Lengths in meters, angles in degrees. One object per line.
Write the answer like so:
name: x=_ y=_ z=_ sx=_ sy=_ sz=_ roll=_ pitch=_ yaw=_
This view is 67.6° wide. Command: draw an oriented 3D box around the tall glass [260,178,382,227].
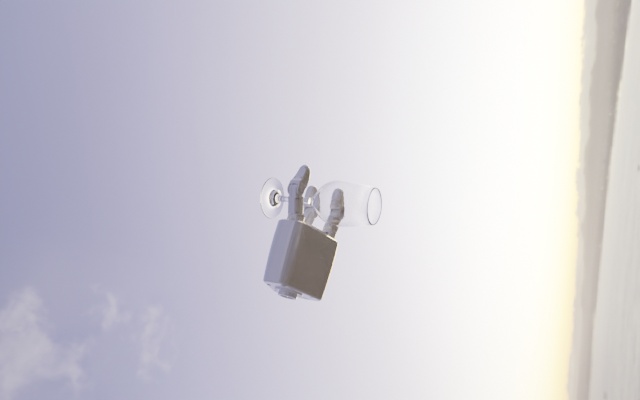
tall glass: x=0.000 y=0.002 z=0.813 sx=0.201 sy=0.079 sz=0.079 roll=4 pitch=2 yaw=28
